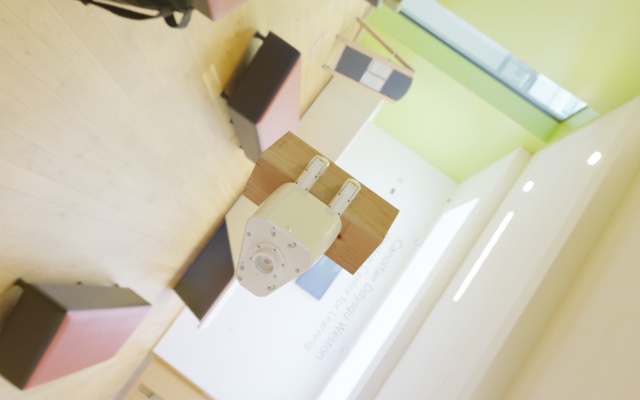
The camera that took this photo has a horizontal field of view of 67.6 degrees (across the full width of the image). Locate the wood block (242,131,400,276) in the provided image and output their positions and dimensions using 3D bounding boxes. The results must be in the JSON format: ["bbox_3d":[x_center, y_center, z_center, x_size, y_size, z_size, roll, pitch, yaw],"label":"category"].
[{"bbox_3d":[0.000,0.003,0.712,0.206,0.091,0.090,36,40,3],"label":"wood block"}]
